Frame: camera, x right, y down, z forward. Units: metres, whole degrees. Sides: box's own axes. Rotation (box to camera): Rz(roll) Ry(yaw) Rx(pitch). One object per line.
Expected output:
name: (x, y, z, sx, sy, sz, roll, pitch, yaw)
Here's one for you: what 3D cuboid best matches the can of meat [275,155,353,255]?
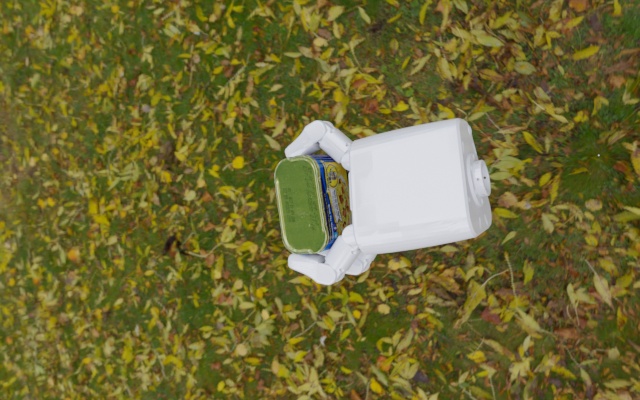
can of meat: (0.000, 0.002, 0.495, 0.057, 0.102, 0.084, -8, 1, 30)
